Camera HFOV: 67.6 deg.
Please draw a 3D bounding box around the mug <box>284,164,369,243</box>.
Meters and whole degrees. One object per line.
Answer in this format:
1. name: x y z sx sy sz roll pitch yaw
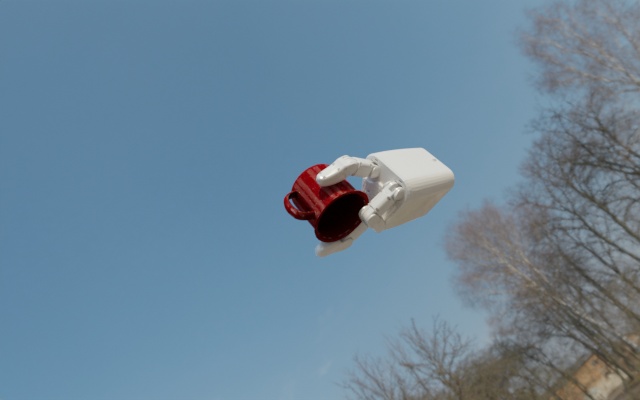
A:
1. mug: -0.001 0.002 0.688 0.117 0.093 0.081 -12 44 -34
